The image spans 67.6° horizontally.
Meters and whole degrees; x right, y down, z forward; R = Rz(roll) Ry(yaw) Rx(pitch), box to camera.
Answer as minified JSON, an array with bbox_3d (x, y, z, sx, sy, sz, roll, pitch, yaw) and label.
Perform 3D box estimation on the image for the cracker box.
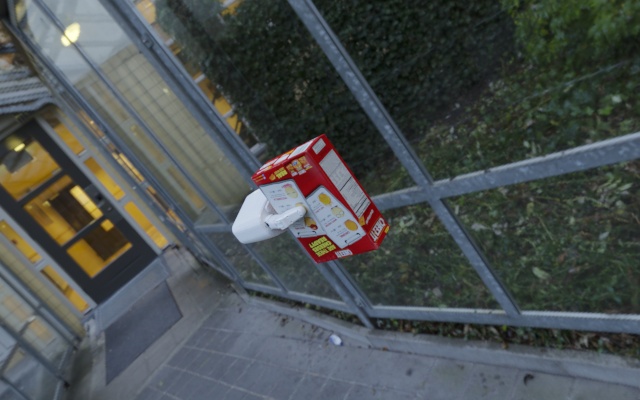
[{"bbox_3d":[0.000,0.003,0.863,0.164,0.214,0.072,-20,23,46],"label":"cracker box"}]
